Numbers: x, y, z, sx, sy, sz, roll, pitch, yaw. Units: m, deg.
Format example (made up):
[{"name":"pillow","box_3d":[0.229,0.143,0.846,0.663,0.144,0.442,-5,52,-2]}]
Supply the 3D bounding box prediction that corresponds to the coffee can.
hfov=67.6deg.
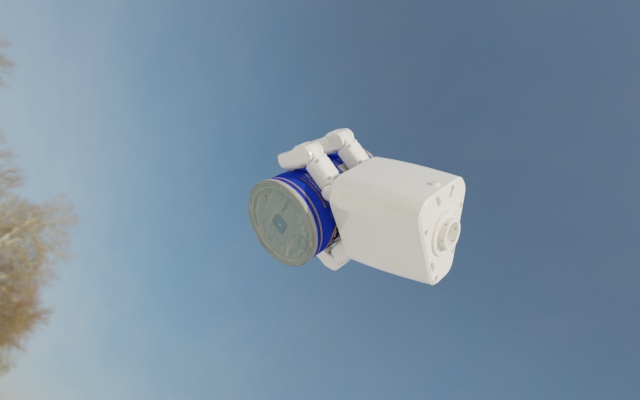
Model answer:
[{"name":"coffee can","box_3d":[0.000,0.002,0.568,0.103,0.103,0.140,0,21,44]}]
